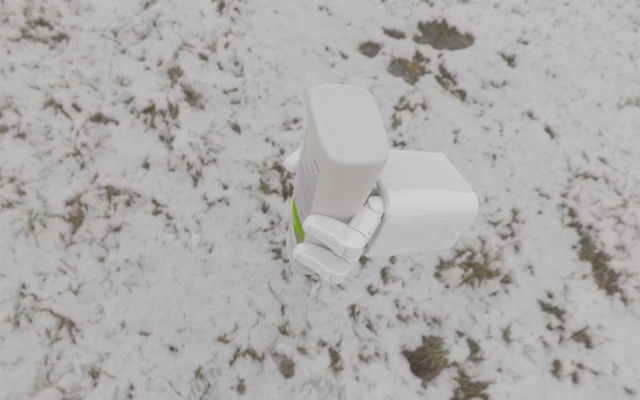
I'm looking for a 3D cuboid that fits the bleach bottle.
[{"bbox_3d":[0.000,0.002,0.521,0.068,0.102,0.251,-1,-34,-16],"label":"bleach bottle"}]
